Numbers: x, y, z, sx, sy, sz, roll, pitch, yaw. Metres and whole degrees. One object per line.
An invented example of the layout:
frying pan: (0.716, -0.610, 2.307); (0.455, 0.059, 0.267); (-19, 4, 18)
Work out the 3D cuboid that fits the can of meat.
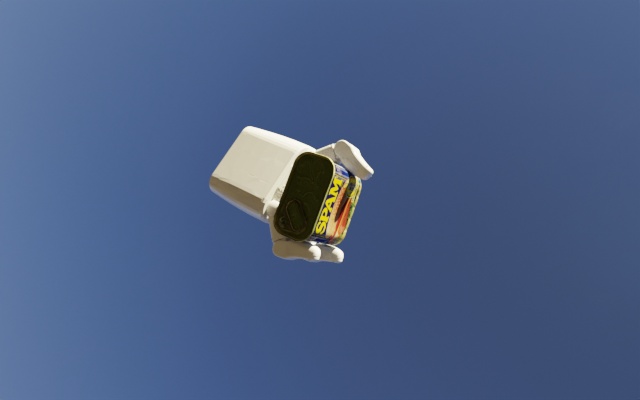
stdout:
can of meat: (0.000, 0.002, 0.577); (0.057, 0.102, 0.084); (20, 0, 31)
